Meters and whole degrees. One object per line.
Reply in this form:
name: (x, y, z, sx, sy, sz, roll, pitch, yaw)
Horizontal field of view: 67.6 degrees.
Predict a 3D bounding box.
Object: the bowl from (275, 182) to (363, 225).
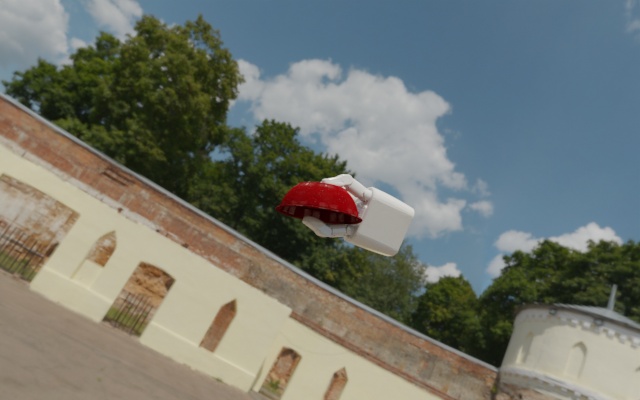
bowl: (-0.001, 0.002, 0.882, 0.162, 0.055, 0.162, 8, -10, 1)
